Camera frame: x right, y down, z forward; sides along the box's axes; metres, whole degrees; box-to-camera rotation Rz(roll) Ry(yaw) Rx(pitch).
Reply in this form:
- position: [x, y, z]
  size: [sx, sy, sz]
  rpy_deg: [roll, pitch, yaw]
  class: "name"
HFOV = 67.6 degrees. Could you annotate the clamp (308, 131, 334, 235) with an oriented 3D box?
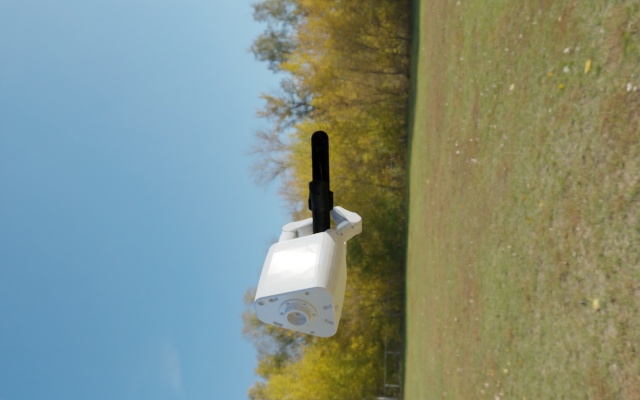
- position: [0.000, 0.002, 0.670]
  size: [0.039, 0.172, 0.120]
  rpy_deg: [1, 34, 8]
  class: "clamp"
